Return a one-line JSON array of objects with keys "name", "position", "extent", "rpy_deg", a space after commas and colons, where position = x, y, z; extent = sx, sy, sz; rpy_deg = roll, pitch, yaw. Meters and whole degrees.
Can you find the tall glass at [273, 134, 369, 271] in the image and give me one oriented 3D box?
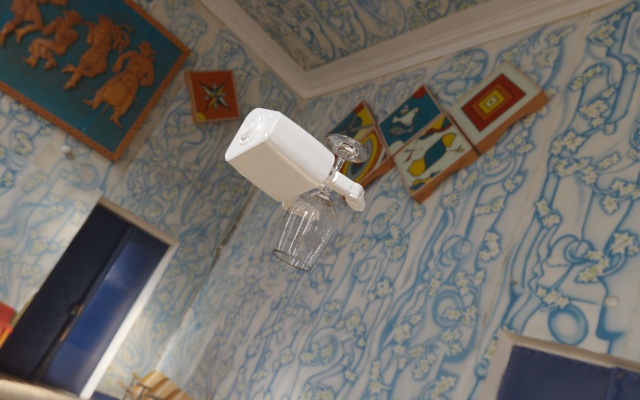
[{"name": "tall glass", "position": [0.001, 0.002, 0.714], "extent": [0.079, 0.201, 0.079], "rpy_deg": [23, -19, 8]}]
